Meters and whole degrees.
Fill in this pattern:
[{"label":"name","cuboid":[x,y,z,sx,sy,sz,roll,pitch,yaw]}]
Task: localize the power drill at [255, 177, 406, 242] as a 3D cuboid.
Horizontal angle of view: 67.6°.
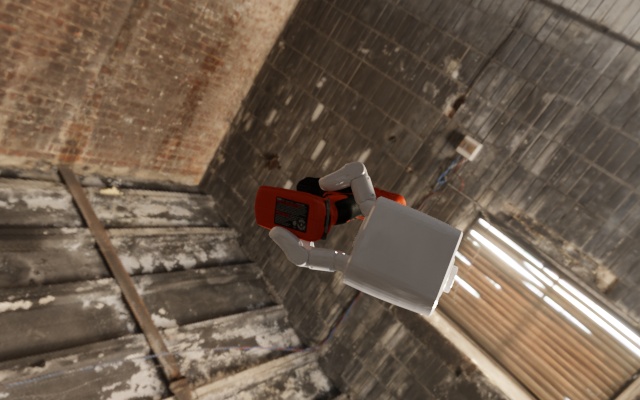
[{"label":"power drill","cuboid":[0.000,0.002,0.655,0.184,0.057,0.187,12,14,35]}]
